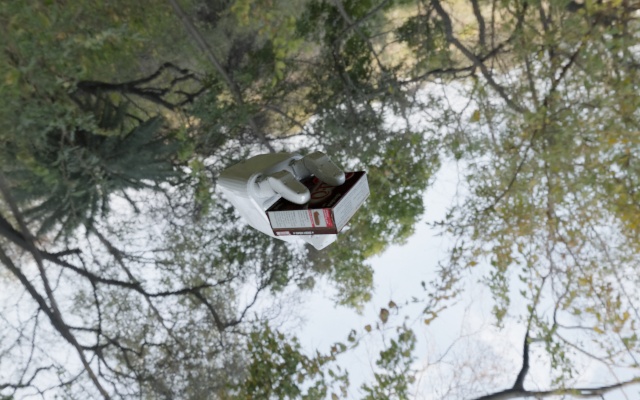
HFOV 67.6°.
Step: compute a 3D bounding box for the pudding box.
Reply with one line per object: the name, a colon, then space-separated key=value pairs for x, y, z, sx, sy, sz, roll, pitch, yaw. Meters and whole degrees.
pudding box: x=0.000 y=0.002 z=0.583 sx=0.090 sy=0.039 sz=0.113 roll=-5 pitch=25 yaw=28
